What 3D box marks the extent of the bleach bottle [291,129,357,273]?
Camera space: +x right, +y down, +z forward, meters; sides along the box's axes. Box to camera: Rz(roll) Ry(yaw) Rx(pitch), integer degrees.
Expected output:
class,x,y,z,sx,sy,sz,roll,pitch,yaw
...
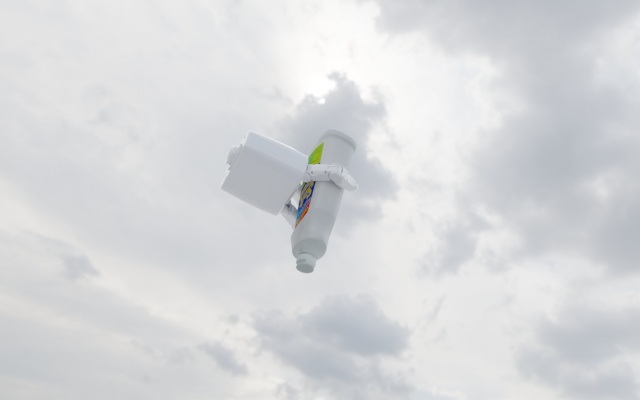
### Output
class,x,y,z,sx,sy,sz,roll,pitch,yaw
bleach bottle,0.000,0.003,0.794,0.068,0.250,0.103,26,-40,-18
